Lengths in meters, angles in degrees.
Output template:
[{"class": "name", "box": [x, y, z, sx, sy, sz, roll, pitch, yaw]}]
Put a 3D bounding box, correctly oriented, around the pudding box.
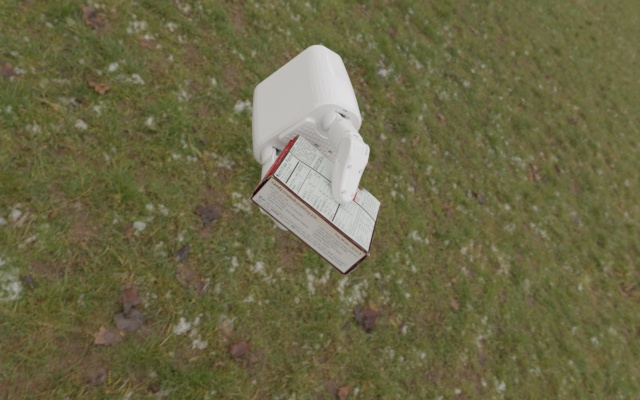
[{"class": "pudding box", "box": [0.000, 0.001, 0.441, 0.039, 0.113, 0.090, -46, 10, 33]}]
